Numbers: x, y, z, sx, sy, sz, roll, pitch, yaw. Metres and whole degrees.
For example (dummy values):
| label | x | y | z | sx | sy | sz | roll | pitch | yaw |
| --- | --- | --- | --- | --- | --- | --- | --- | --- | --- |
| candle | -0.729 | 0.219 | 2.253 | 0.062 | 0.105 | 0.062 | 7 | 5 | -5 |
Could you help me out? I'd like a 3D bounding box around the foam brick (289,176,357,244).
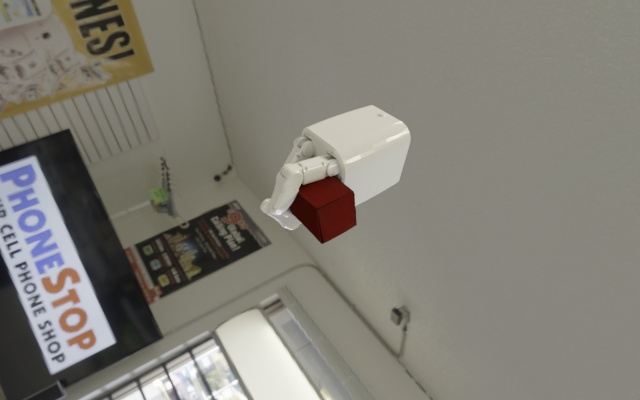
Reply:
| label | x | y | z | sx | sy | sz | roll | pitch | yaw |
| --- | --- | --- | --- | --- | --- | --- | --- | --- | --- |
| foam brick | 0.000 | 0.002 | 0.562 | 0.051 | 0.053 | 0.078 | -25 | 41 | -22 |
